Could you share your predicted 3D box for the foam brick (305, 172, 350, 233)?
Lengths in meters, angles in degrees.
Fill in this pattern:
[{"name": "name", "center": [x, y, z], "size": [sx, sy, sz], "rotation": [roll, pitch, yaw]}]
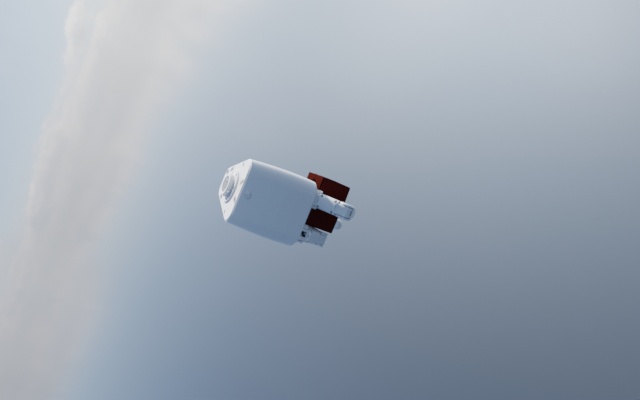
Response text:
[{"name": "foam brick", "center": [0.000, 0.002, 0.730], "size": [0.051, 0.078, 0.053], "rotation": [22, 1, -28]}]
